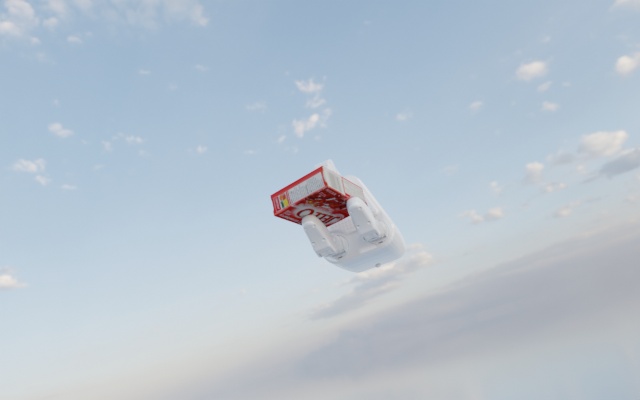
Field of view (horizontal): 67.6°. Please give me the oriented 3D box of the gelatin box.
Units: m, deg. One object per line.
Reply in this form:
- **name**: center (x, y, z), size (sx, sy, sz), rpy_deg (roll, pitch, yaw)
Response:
- **gelatin box**: center (0.000, 0.001, 0.536), size (0.073, 0.030, 0.089), rpy_deg (-28, -29, 25)
